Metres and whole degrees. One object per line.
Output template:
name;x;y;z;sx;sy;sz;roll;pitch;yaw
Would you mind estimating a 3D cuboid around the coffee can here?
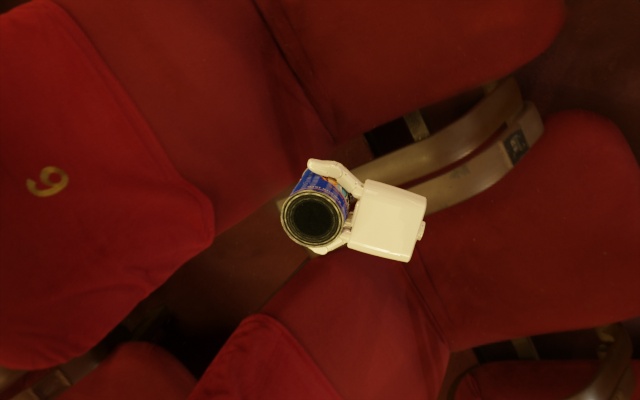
coffee can;0.000;0.002;0.815;0.103;0.103;0.140;0;24;13
